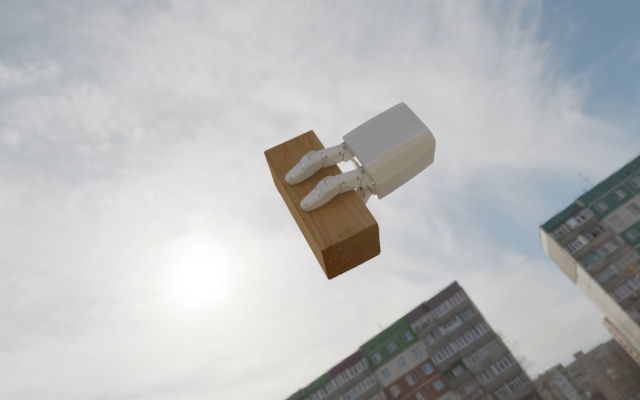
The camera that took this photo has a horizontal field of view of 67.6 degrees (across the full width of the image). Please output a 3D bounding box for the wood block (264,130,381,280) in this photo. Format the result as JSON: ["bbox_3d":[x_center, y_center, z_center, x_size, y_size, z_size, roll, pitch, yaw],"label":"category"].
[{"bbox_3d":[0.000,0.002,0.724,0.090,0.206,0.091,-26,-36,-9],"label":"wood block"}]
